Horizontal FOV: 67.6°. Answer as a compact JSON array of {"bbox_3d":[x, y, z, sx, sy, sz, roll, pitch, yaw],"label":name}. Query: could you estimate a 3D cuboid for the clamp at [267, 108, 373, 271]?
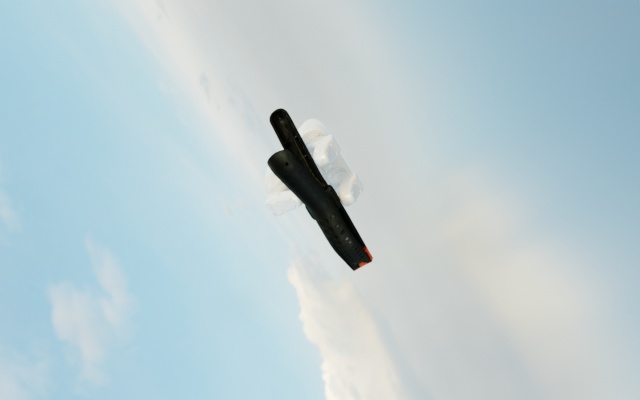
[{"bbox_3d":[0.000,0.002,0.534,0.036,0.210,0.164,-29,18,10],"label":"clamp"}]
